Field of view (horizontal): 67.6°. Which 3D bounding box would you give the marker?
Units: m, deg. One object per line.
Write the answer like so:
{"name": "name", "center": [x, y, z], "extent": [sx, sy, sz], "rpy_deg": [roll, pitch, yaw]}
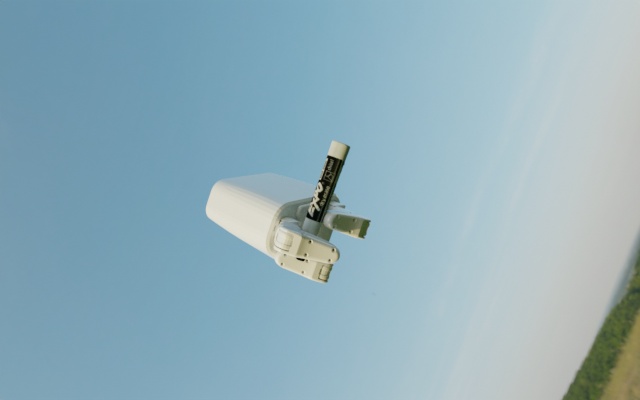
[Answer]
{"name": "marker", "center": [0.000, 0.002, 0.465], "extent": [0.020, 0.121, 0.020], "rpy_deg": [20, 3, -1]}
